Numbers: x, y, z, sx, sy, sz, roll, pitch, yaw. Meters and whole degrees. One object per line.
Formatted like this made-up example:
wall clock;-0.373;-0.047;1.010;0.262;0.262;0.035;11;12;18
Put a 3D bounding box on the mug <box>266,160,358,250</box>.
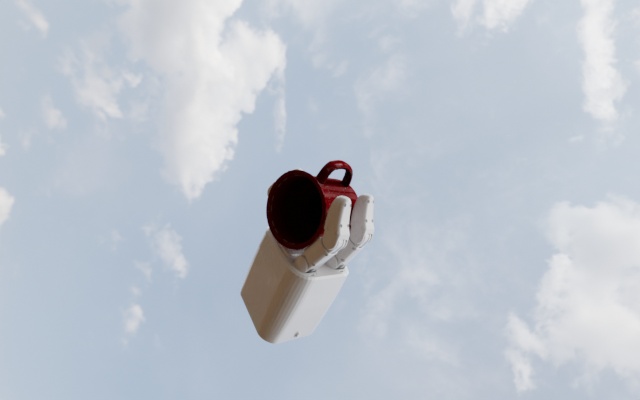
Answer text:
mug;0.001;0.001;0.579;0.093;0.117;0.081;41;23;32
